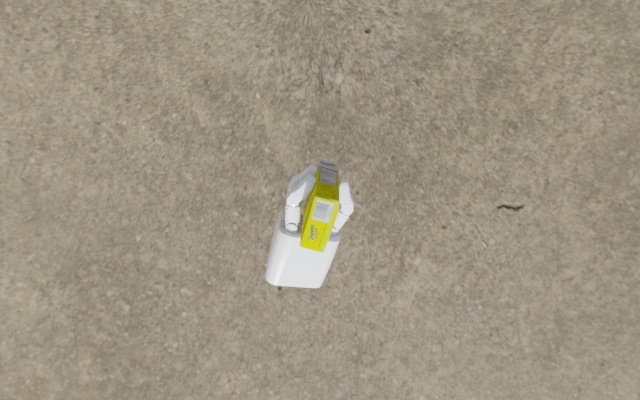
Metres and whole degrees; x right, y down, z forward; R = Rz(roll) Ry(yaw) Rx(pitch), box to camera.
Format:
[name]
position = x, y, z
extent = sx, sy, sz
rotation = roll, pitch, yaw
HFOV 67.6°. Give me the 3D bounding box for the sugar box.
[sugar box]
position = 0.000, 0.003, 0.804
extent = 0.048, 0.093, 0.176
rotation = 15, 22, -8
